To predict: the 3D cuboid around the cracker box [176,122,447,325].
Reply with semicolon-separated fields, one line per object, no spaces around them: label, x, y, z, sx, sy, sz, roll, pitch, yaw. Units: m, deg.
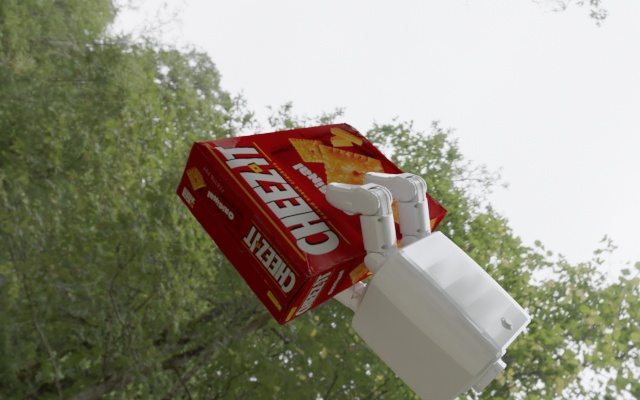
cracker box;0.000;0.002;0.466;0.213;0.072;0.164;-17;54;-46
